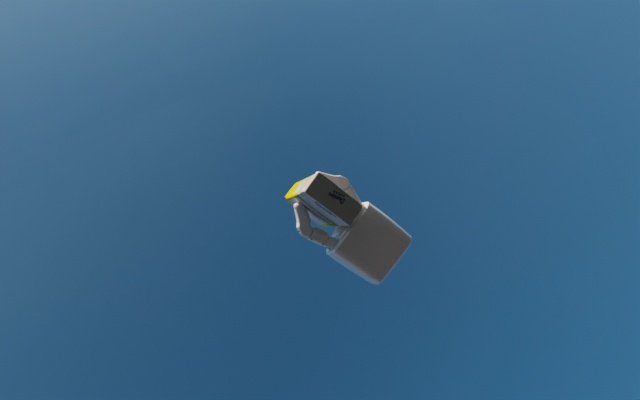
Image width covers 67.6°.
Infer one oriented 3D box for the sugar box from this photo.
[{"bbox_3d":[0.001,0.002,0.821,0.093,0.048,0.176,37,-14,-10],"label":"sugar box"}]
